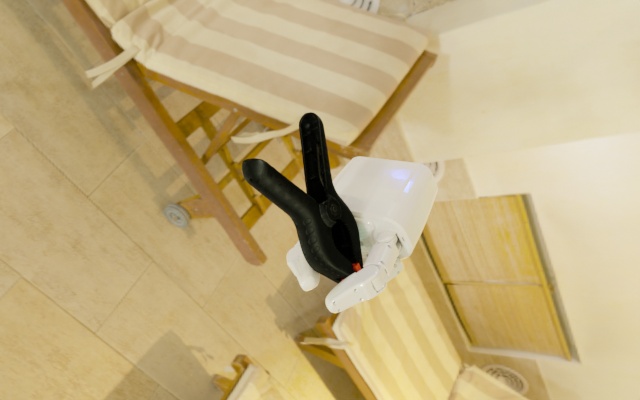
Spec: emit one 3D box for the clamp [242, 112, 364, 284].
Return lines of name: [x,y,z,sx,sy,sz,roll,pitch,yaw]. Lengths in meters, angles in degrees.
clamp: [0.001,0.002,0.457,0.039,0.171,0.120,-6,35,39]
